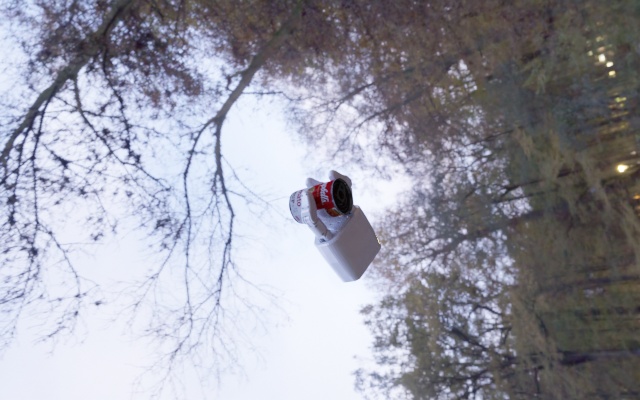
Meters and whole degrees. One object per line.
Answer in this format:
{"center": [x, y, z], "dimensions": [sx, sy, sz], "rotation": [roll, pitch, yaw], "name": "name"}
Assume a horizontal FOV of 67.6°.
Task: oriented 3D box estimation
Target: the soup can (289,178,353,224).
{"center": [0.000, 0.003, 0.894], "dimensions": [0.102, 0.068, 0.068], "rotation": [-15, -8, 34], "name": "soup can"}
